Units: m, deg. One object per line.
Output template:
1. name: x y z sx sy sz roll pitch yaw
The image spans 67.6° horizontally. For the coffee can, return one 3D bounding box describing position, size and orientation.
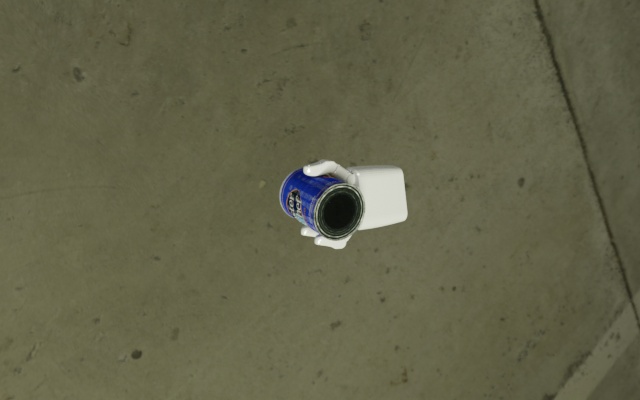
1. coffee can: 0.000 0.003 0.863 0.103 0.103 0.140 0 15 -30
